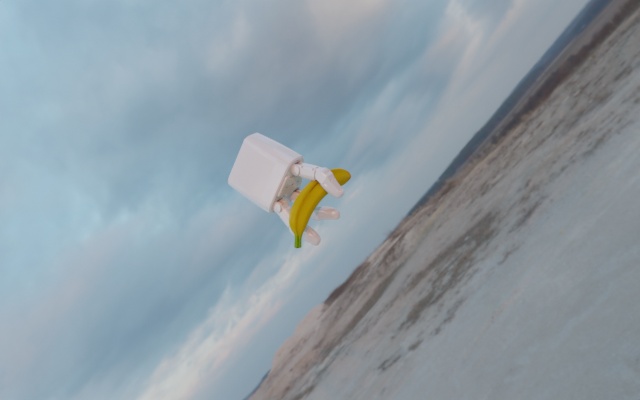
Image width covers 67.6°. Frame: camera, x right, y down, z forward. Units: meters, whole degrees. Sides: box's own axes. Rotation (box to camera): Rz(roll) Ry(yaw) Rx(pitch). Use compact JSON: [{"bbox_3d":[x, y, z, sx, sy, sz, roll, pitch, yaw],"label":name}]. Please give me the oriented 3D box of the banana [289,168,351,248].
[{"bbox_3d":[-0.004,-0.008,0.847,0.037,0.070,0.197,19,52,26],"label":"banana"}]
